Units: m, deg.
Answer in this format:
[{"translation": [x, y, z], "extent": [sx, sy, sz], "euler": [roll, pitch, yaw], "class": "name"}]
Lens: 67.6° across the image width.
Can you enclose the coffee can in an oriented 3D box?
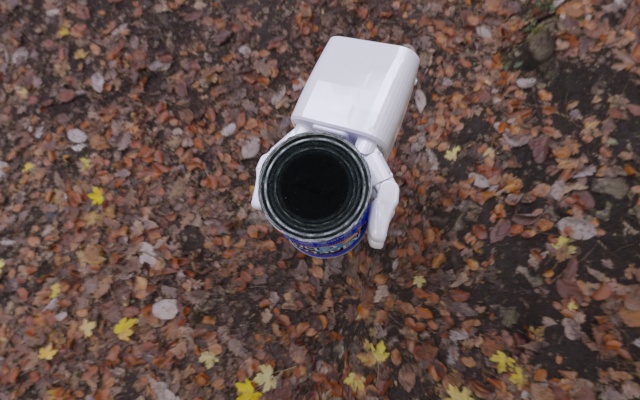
[{"translation": [0.000, 0.002, 0.490], "extent": [0.103, 0.102, 0.140], "euler": [0, -12, 5], "class": "coffee can"}]
